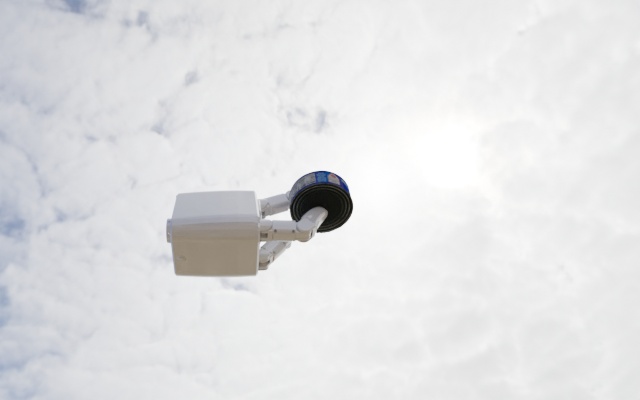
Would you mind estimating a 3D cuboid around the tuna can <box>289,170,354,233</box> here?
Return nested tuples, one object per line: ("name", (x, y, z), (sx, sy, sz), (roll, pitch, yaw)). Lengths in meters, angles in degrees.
("tuna can", (0.000, 0.002, 0.647), (0.086, 0.086, 0.033), (0, 38, -8))
